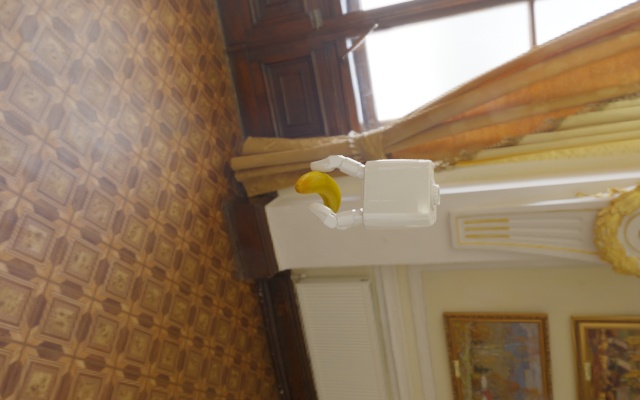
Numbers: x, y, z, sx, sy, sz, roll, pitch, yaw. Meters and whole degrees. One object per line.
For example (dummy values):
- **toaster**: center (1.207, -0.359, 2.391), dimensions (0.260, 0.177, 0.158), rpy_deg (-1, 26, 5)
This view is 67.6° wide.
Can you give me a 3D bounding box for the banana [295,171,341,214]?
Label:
- **banana**: center (0.004, -0.014, 0.845), dimensions (0.037, 0.069, 0.198), rpy_deg (2, -20, 20)
